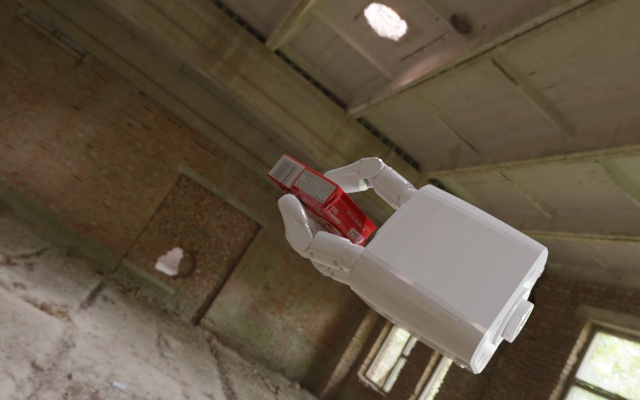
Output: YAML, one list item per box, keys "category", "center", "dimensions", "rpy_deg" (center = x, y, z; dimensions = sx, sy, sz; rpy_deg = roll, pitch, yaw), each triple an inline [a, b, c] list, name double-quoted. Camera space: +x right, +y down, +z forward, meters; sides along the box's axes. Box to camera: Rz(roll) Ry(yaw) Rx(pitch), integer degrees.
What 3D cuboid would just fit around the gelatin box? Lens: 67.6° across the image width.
- category: "gelatin box"
  center: [0.000, 0.001, 0.446]
  dimensions: [0.089, 0.030, 0.073]
  rpy_deg: [33, -10, 44]
